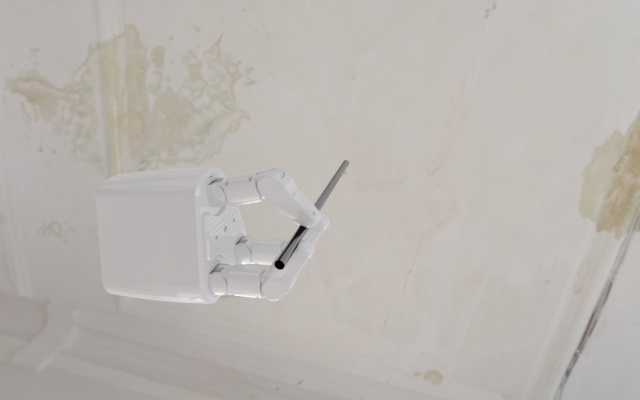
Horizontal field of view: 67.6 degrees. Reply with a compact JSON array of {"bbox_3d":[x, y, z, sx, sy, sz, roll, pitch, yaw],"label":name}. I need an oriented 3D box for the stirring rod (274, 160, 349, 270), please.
[{"bbox_3d":[0.000,0.001,0.452,0.011,0.011,0.239,0,22,16],"label":"stirring rod"}]
